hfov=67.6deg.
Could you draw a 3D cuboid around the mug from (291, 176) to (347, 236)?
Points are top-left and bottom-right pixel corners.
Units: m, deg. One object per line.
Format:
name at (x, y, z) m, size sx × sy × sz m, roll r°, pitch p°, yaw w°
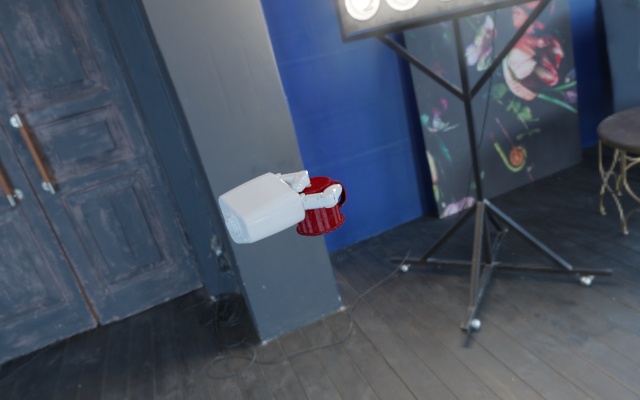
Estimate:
mug at (0.001, 0.002, 0.874) m, size 0.117 × 0.081 × 0.093 m, roll -27°, pitch 24°, yaw -27°
